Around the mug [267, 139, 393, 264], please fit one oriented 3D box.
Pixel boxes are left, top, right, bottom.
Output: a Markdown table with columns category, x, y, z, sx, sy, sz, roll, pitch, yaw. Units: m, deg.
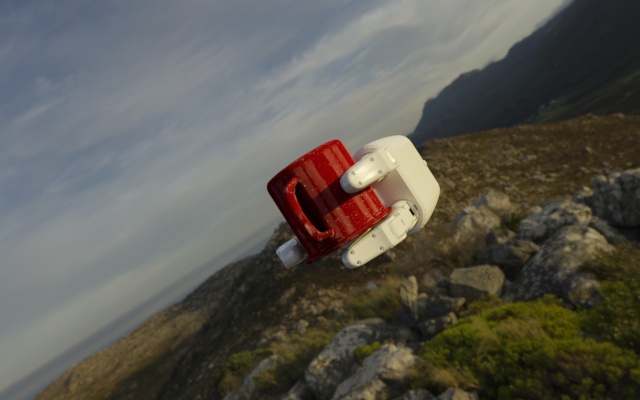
| category | x | y | z | sx | sy | sz | roll | pitch | yaw |
| --- | --- | --- | --- | --- | --- | --- | --- | --- | --- |
| mug | -0.001 | 0.002 | 0.422 | 0.093 | 0.081 | 0.117 | -33 | -1 | 27 |
